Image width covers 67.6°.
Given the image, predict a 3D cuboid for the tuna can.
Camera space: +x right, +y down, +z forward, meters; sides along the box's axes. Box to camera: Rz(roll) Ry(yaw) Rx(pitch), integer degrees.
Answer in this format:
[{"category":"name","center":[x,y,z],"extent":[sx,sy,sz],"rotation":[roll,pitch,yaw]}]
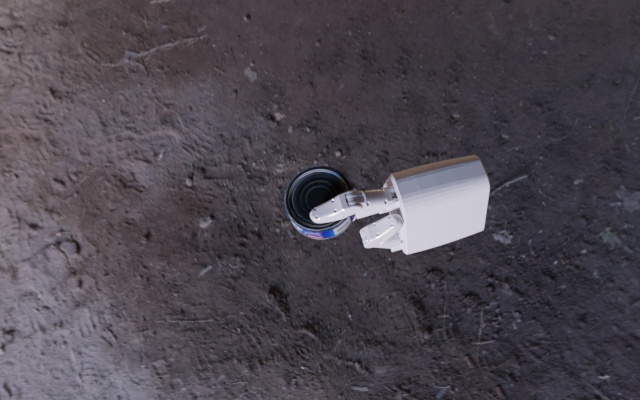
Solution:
[{"category":"tuna can","center":[0.000,0.002,0.578],"extent":[0.086,0.086,0.034],"rotation":[0,-20,9]}]
